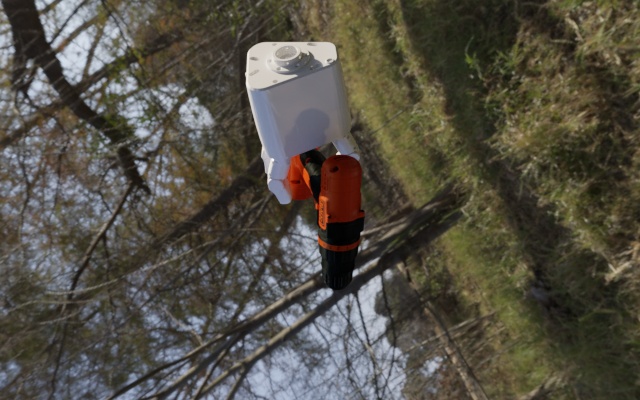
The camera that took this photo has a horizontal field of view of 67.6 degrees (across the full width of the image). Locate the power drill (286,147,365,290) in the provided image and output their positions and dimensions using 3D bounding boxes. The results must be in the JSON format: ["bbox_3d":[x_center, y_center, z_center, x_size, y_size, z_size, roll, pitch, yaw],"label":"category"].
[{"bbox_3d":[0.000,0.002,0.638,0.057,0.184,0.187,-9,30,-21],"label":"power drill"}]
